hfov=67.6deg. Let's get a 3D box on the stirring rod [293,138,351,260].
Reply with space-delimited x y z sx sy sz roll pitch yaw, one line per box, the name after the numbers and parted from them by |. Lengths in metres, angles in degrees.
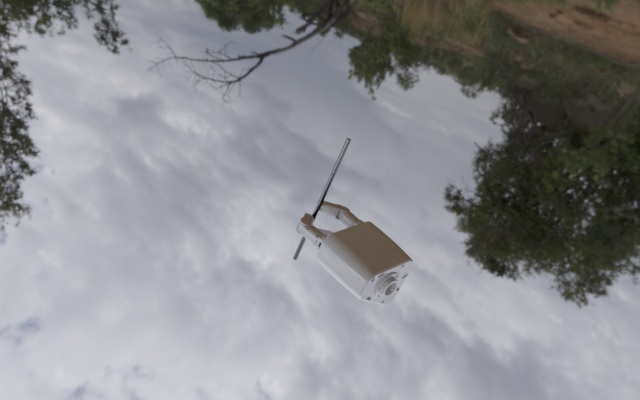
0.000 0.003 0.819 0.011 0.240 0.011 21 21 -8 | stirring rod
